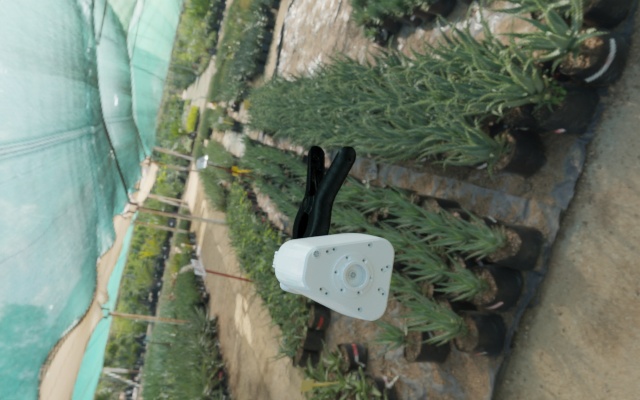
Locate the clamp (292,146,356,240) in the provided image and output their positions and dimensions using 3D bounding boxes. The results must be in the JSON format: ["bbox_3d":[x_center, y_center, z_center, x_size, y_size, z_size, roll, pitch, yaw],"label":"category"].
[{"bbox_3d":[-0.001,0.002,0.636,0.039,0.171,0.120,12,-7,-18],"label":"clamp"}]
